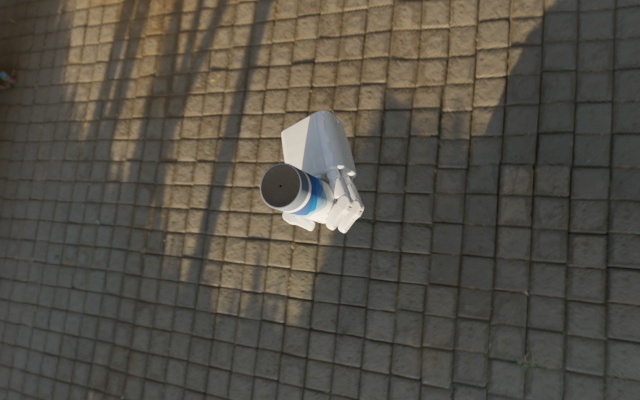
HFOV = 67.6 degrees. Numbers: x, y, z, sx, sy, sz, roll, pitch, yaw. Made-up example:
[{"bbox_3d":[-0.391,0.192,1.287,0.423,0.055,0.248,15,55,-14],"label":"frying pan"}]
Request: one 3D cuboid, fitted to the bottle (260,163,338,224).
[{"bbox_3d":[0.000,0.003,0.802,0.069,0.069,0.296,0,-9,23],"label":"bottle"}]
